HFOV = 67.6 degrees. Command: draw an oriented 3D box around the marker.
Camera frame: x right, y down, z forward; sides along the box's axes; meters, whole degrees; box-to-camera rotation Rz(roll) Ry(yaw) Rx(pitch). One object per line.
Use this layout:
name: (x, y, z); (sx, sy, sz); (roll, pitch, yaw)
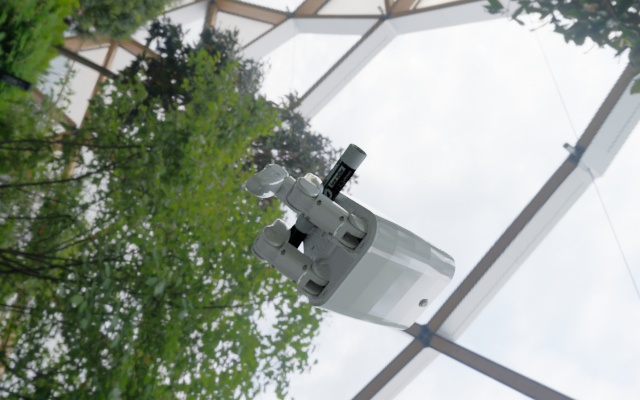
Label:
marker: (0.000, 0.001, 0.434); (0.020, 0.121, 0.020); (31, 21, -13)
